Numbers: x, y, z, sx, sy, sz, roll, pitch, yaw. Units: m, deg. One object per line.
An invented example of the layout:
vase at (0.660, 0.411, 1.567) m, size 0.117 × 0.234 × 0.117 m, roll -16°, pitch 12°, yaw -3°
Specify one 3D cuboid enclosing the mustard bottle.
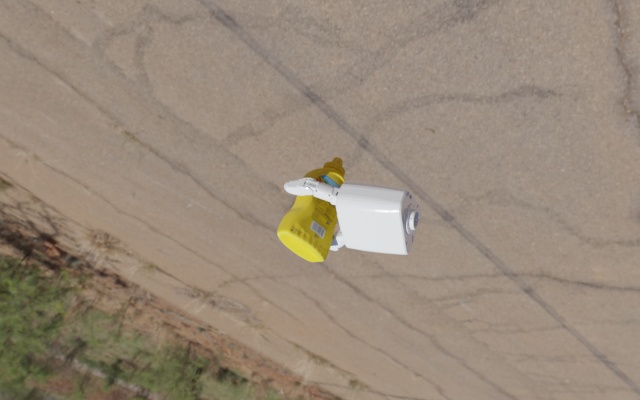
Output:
mustard bottle at (0.000, 0.003, 0.825) m, size 0.058 × 0.191 × 0.096 m, roll -12°, pitch -45°, yaw 47°
